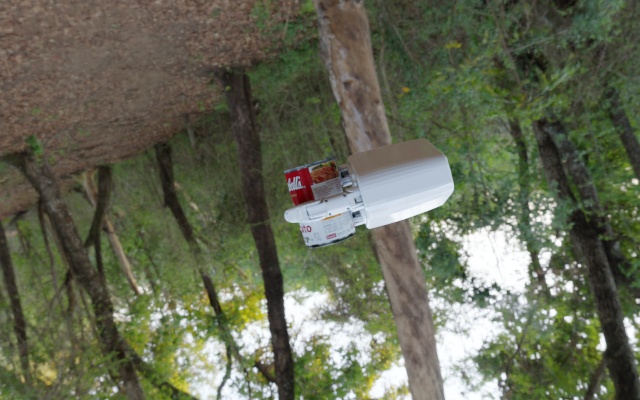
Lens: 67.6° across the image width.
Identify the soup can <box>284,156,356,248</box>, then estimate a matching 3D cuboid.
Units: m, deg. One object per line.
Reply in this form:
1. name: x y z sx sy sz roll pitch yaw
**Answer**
1. soup can: 0.000 0.002 0.607 0.068 0.102 0.068 -16 4 1
